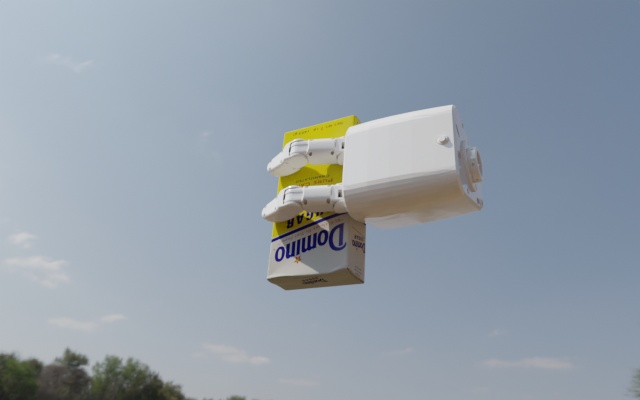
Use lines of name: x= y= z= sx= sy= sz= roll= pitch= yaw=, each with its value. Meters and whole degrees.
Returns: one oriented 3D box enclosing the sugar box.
sugar box: x=0.000 y=0.001 z=0.503 sx=0.093 sy=0.176 sz=0.048 roll=-11 pitch=-33 yaw=27
